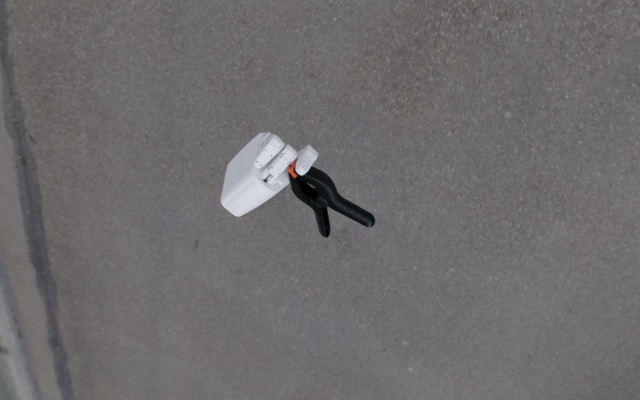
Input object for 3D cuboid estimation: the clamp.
[{"bbox_3d":[0.000,0.003,0.823,0.120,0.171,0.039,-31,22,40],"label":"clamp"}]
